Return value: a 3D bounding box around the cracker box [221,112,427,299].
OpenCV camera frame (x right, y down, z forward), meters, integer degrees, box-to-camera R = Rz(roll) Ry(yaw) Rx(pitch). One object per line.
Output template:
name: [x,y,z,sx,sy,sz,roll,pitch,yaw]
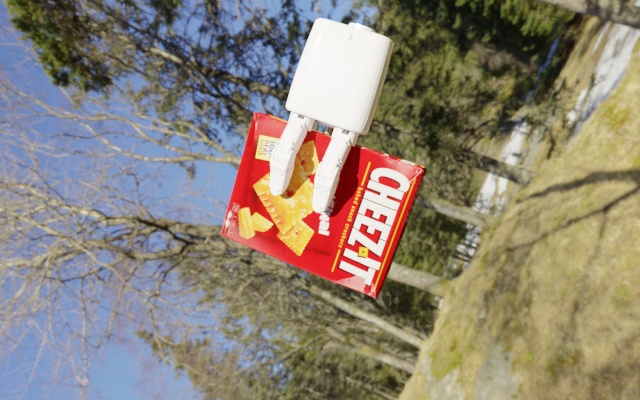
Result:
cracker box: [0.000,0.002,0.588,0.213,0.164,0.072,21,11,12]
